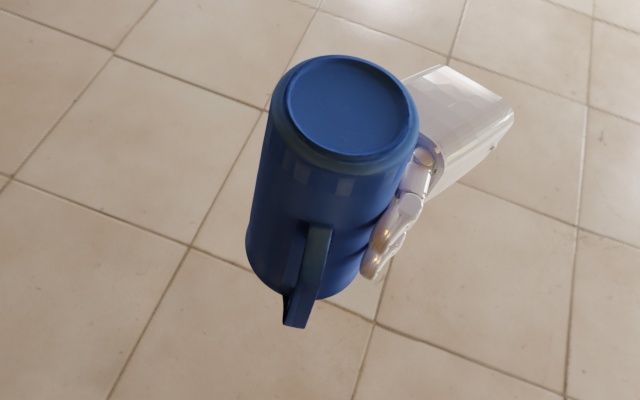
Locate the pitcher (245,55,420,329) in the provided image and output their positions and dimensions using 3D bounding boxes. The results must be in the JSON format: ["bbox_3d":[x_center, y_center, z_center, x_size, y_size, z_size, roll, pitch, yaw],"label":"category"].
[{"bbox_3d":[0.000,0.001,0.428,0.145,0.149,0.243,-29,-20,-23],"label":"pitcher"}]
